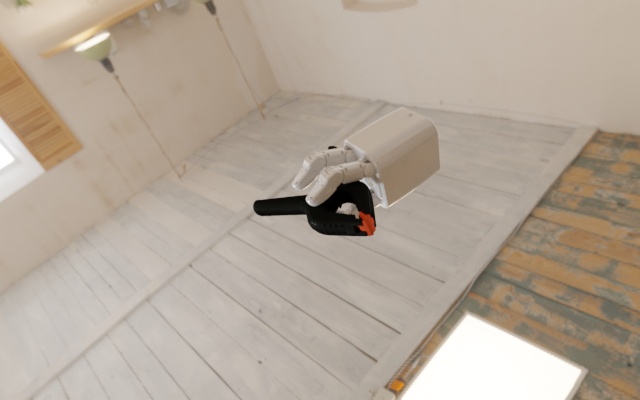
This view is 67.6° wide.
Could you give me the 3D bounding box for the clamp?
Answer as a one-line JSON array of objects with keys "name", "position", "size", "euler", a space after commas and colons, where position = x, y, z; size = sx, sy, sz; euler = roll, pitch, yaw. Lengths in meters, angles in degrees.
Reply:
[{"name": "clamp", "position": [0.001, 0.003, 0.669], "size": [0.164, 0.036, 0.210], "euler": [-35, 35, -8]}]
